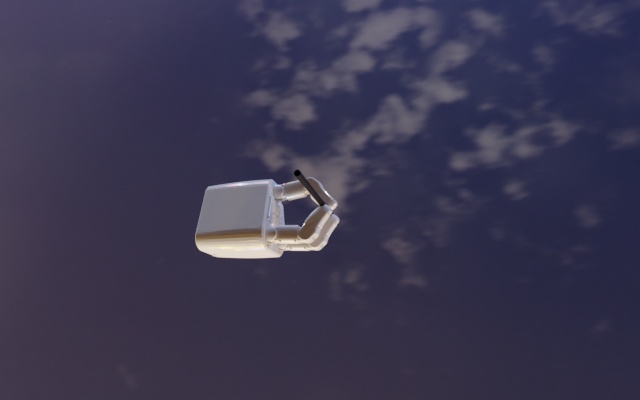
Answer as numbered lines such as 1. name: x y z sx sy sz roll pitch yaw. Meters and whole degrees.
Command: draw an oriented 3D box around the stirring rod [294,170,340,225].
1. stirring rod: 0.000 0.002 0.654 0.011 0.011 0.240 0 -16 13
